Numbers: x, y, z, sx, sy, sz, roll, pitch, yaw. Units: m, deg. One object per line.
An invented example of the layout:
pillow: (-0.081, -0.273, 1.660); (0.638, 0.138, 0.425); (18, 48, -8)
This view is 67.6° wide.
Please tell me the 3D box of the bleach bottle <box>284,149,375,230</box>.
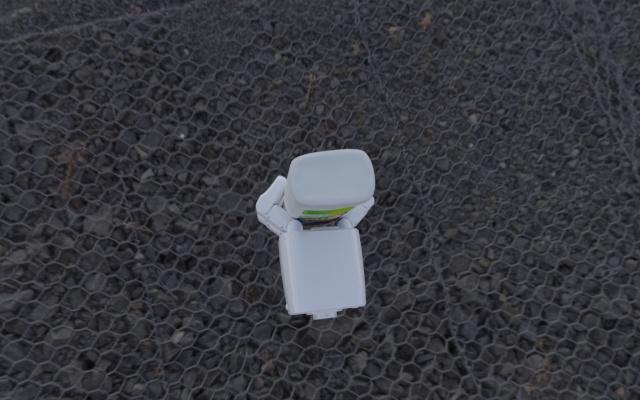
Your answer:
bleach bottle: (0.000, 0.002, 0.664); (0.102, 0.068, 0.251); (-5, -13, -7)
